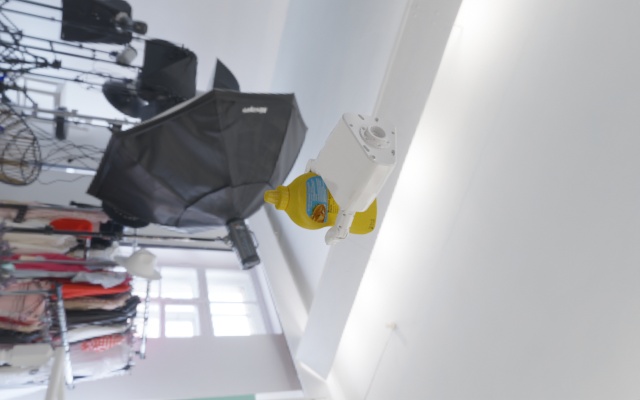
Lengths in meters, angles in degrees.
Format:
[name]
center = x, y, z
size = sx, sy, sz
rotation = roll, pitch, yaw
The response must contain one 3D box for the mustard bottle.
[mustard bottle]
center = 0.000, 0.003, 0.802
size = 0.191, 0.096, 0.058
rotation = 6, -17, -23
